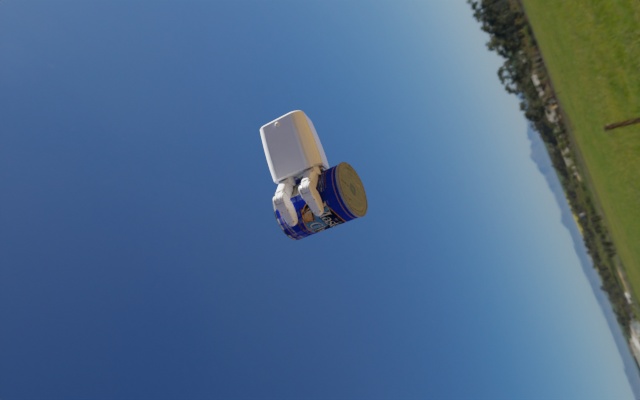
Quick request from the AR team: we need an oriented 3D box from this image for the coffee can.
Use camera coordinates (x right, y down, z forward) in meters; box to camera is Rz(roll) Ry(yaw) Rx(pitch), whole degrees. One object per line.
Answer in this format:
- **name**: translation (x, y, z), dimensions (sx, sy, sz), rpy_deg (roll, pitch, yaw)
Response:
- **coffee can**: translation (0.000, 0.003, 0.868), dimensions (0.140, 0.103, 0.103), rpy_deg (-22, -10, 26)
